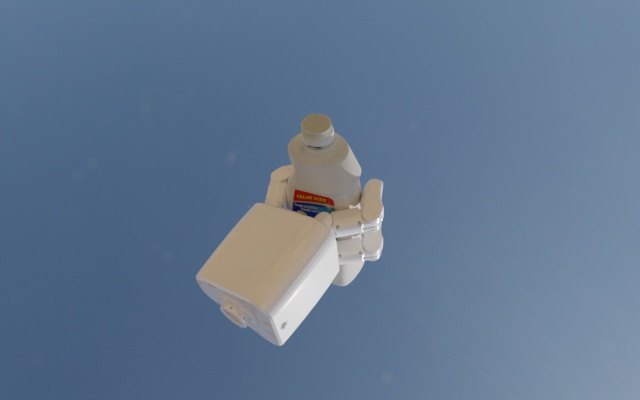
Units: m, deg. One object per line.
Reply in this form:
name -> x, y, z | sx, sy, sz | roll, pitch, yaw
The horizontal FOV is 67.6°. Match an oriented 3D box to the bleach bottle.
bleach bottle -> 0.000, 0.002, 0.546 | 0.102, 0.068, 0.251 | 26, -31, 24
